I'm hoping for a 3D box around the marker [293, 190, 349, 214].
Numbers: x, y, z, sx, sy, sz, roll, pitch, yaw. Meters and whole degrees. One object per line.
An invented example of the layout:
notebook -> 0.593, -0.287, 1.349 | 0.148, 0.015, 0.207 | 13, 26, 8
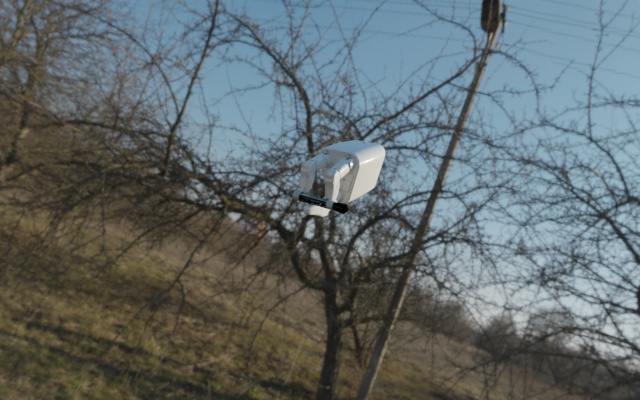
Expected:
marker -> 0.000, 0.003, 0.875 | 0.121, 0.020, 0.020 | 16, 9, 35
